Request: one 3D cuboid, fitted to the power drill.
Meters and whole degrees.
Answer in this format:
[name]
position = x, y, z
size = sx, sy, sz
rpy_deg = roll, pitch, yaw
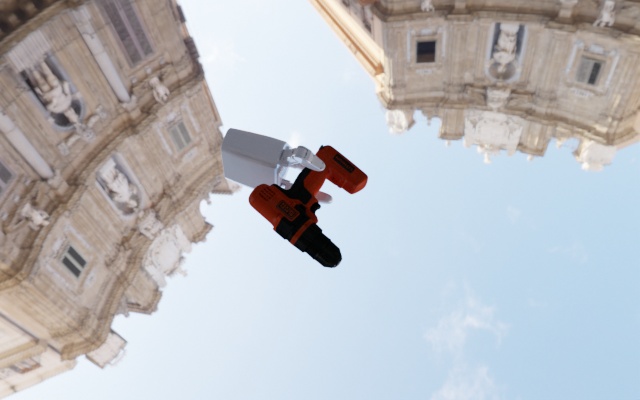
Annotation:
[power drill]
position = 0.000, 0.002, 0.808
size = 0.187, 0.184, 0.057
rpy_deg = -45, -8, -35
